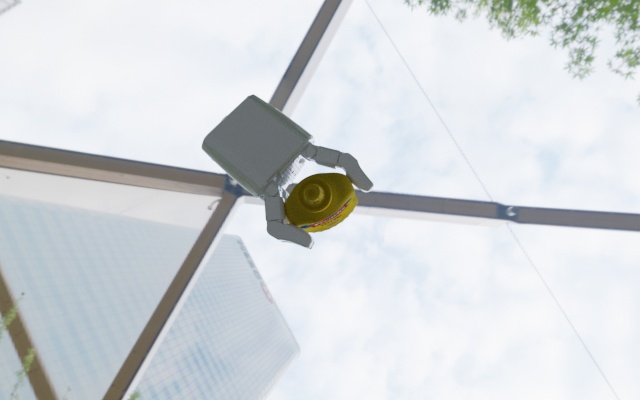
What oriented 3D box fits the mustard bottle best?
[{"bbox_3d":[0.000,0.002,0.637,0.096,0.058,0.191,-27,-10,2],"label":"mustard bottle"}]
